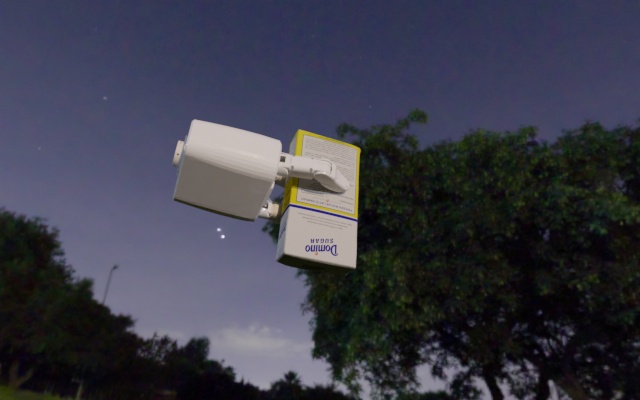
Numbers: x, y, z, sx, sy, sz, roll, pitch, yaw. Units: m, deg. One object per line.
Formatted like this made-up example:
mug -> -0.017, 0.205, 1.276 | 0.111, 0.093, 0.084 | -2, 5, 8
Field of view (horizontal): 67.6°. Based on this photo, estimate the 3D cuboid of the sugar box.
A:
sugar box -> 0.000, 0.002, 0.611 | 0.093, 0.176, 0.048 | 14, -27, -15
